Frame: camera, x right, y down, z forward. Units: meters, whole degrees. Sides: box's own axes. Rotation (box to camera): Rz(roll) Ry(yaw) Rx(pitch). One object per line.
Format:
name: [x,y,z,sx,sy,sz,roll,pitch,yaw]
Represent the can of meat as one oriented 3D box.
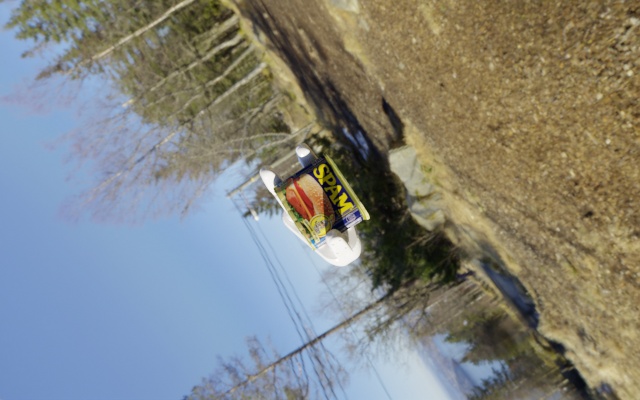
can of meat: [0.000,0.002,0.614,0.084,0.102,0.057,-33,-12,0]
